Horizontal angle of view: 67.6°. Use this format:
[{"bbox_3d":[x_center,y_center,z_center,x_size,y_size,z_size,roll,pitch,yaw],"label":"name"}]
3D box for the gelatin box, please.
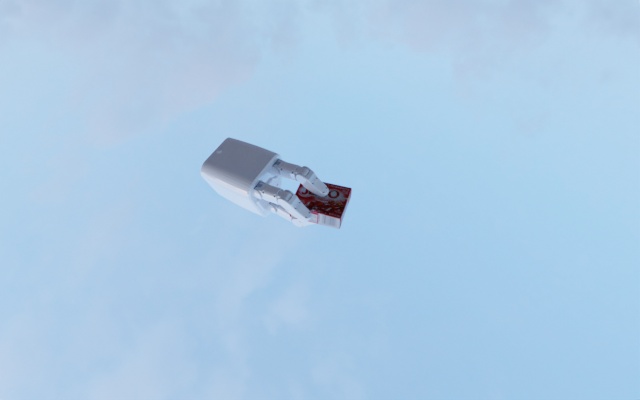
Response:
[{"bbox_3d":[0.000,0.003,0.793,0.089,0.073,0.030,13,-42,10],"label":"gelatin box"}]
